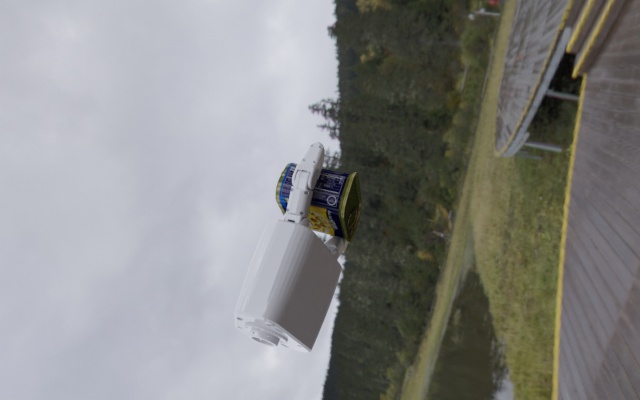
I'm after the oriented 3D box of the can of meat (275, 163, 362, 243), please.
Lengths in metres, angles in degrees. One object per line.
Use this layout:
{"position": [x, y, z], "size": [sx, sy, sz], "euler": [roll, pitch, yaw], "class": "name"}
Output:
{"position": [0.000, 0.002, 0.571], "size": [0.084, 0.057, 0.102], "euler": [12, -25, 15], "class": "can of meat"}
